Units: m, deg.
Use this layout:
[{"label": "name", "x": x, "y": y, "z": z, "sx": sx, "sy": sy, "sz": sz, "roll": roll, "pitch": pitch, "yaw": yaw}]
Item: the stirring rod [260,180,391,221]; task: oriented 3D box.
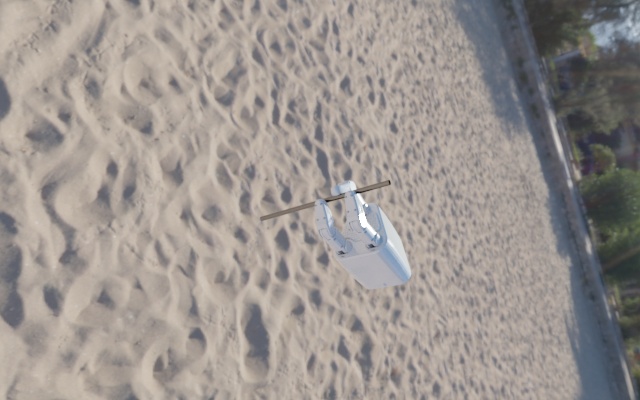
[{"label": "stirring rod", "x": 0.000, "y": 0.002, "z": 0.756, "sx": 0.239, "sy": 0.011, "sz": 0.011, "roll": -16, "pitch": -8, "yaw": 29}]
